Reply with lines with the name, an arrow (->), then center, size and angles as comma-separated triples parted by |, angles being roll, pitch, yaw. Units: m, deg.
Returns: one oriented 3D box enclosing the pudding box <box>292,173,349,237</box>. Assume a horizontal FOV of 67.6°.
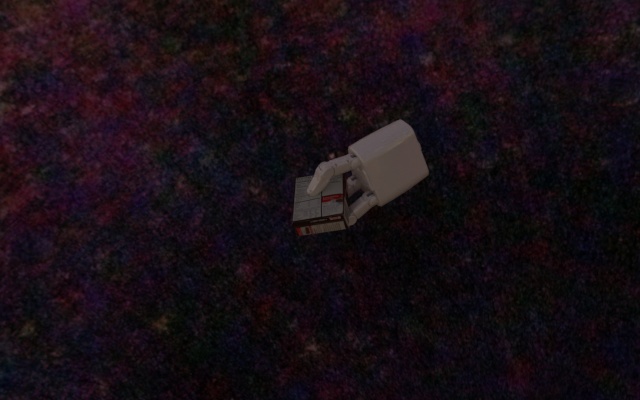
pudding box -> 0.000, 0.003, 0.804 | 0.090, 0.039, 0.113 | -10, 42, 11
